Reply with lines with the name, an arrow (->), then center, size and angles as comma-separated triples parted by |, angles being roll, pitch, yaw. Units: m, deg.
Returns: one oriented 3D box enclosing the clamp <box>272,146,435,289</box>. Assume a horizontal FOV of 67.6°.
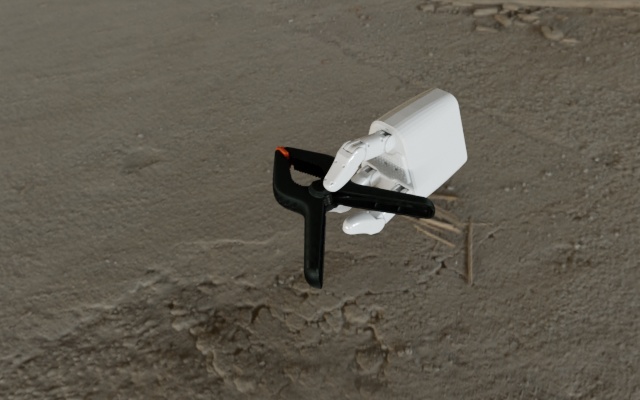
clamp -> 0.000, 0.001, 0.549 | 0.164, 0.036, 0.210 | -34, 50, -25
